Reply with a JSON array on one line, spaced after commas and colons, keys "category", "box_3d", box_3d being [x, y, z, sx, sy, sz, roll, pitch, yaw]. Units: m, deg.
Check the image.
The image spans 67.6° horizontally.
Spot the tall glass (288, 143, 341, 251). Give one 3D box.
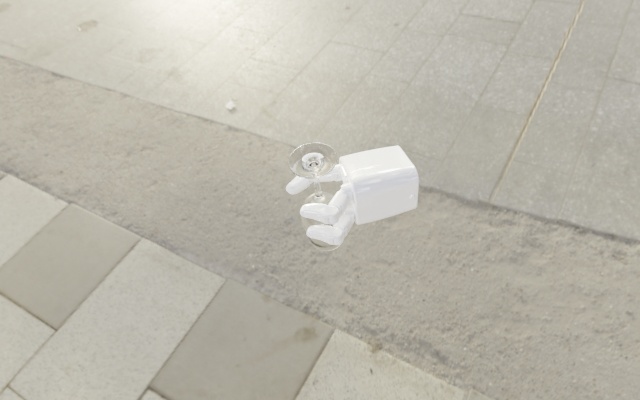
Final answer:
[{"category": "tall glass", "box_3d": [0.000, 0.002, 0.786, 0.079, 0.079, 0.201, 0, -40, 8]}]
